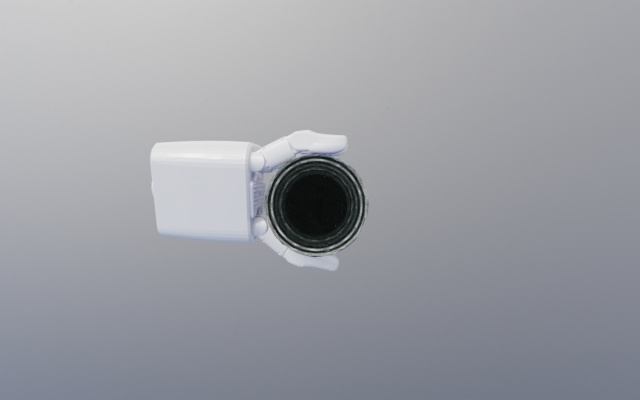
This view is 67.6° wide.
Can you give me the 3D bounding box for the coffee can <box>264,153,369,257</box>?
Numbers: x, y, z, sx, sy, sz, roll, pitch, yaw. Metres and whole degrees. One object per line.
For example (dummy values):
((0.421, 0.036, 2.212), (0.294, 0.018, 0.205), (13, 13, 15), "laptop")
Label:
((0.000, 0.002, 0.535), (0.103, 0.103, 0.140), (0, 2, 4), "coffee can")
